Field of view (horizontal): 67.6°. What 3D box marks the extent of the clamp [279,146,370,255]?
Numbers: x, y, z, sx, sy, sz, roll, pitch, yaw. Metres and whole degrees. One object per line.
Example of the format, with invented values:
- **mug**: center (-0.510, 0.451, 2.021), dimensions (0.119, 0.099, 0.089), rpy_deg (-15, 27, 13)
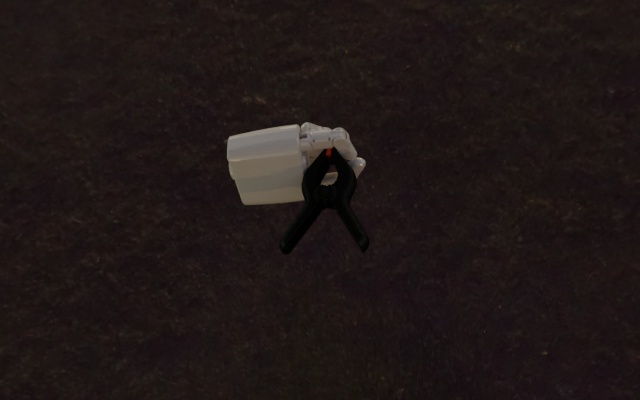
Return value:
- **clamp**: center (0.000, 0.002, 0.662), dimensions (0.120, 0.171, 0.039), rpy_deg (-7, -35, 5)
